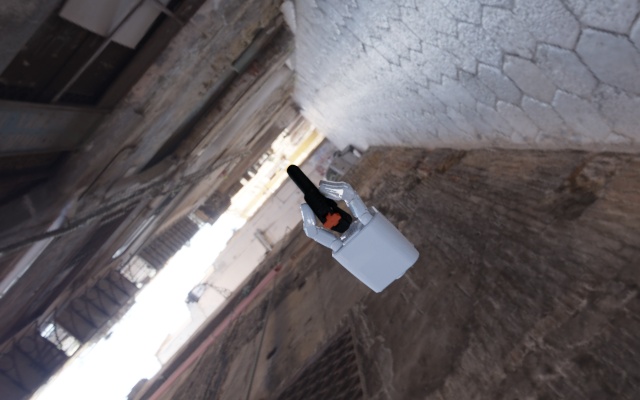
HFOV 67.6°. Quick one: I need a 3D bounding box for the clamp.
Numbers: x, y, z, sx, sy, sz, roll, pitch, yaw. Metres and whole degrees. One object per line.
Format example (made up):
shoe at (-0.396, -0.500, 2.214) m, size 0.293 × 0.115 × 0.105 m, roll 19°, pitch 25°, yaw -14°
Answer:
clamp at (0.000, 0.004, 0.830) m, size 0.164 × 0.036 × 0.210 m, roll 42°, pitch 5°, yaw -6°
